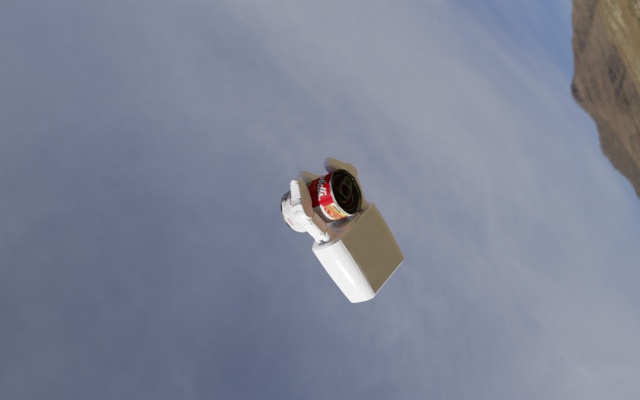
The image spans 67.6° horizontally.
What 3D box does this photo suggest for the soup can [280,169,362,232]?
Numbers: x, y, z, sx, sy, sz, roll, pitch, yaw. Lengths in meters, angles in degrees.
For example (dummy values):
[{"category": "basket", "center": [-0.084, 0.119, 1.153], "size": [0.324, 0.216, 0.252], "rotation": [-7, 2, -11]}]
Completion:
[{"category": "soup can", "center": [0.000, 0.002, 0.695], "size": [0.102, 0.068, 0.068], "rotation": [-21, -14, 38]}]
